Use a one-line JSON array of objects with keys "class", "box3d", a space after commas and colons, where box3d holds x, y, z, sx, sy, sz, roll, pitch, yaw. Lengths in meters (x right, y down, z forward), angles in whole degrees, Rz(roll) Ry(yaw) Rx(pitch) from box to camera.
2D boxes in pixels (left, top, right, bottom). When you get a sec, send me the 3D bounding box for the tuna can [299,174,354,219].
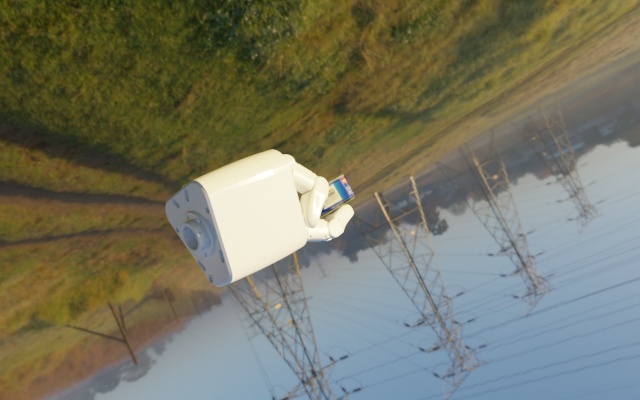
[{"class": "tuna can", "box3d": [0.000, 0.002, 0.612, 0.086, 0.034, 0.086, -30, 0, 0]}]
